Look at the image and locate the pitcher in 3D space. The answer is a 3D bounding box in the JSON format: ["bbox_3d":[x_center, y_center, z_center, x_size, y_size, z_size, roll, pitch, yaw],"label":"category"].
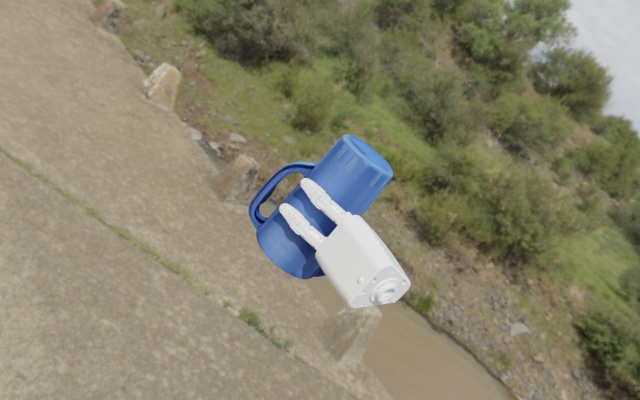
[{"bbox_3d":[0.000,0.003,0.821,0.149,0.243,0.145,22,25,-44],"label":"pitcher"}]
